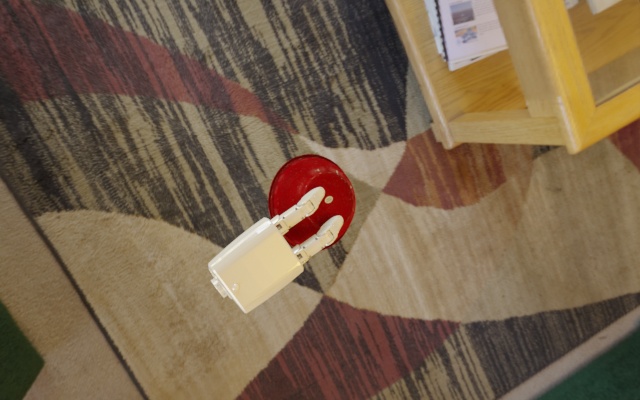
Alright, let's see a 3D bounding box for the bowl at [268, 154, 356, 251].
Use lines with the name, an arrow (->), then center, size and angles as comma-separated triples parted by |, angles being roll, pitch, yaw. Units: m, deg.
bowl -> 0.001, 0.001, 0.767 | 0.162, 0.162, 0.055 | 0, -3, -30
